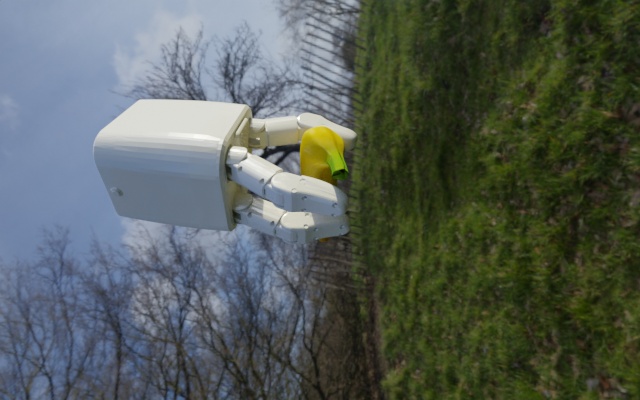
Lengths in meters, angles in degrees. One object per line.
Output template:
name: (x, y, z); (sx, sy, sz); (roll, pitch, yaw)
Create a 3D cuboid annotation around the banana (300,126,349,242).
banana: (0.000, -0.017, 0.443); (0.037, 0.069, 0.198); (-1, -19, -1)
